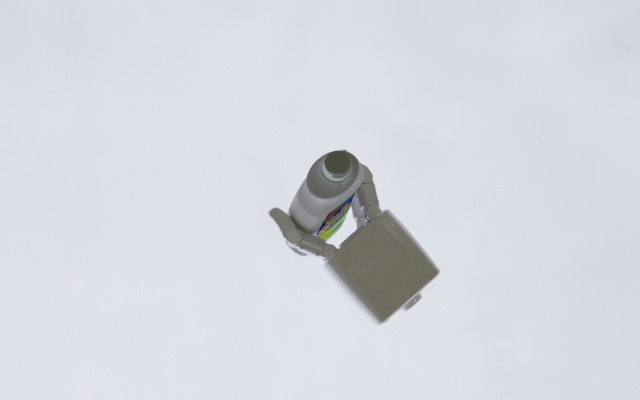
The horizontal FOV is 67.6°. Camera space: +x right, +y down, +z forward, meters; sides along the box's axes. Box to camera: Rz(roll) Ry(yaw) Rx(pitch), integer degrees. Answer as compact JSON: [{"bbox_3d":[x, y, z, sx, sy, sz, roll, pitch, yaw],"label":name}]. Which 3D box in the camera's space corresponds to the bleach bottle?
[{"bbox_3d":[0.000,0.002,0.622,0.102,0.068,0.251,-38,-10,-15],"label":"bleach bottle"}]
